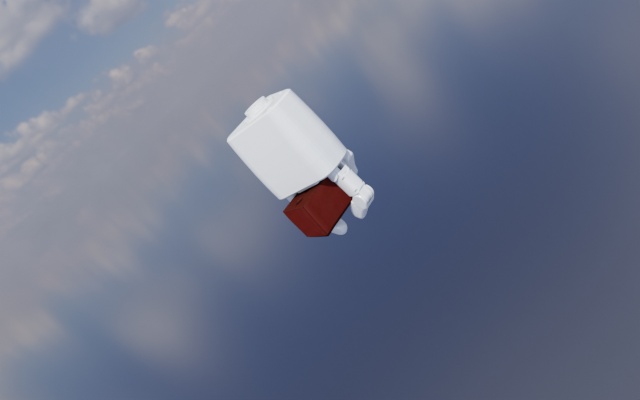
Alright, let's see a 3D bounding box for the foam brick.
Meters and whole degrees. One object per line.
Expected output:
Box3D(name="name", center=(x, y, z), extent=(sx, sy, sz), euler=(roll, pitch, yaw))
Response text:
Box3D(name="foam brick", center=(0.000, 0.002, 0.615), extent=(0.051, 0.078, 0.053), euler=(47, -29, -20))
